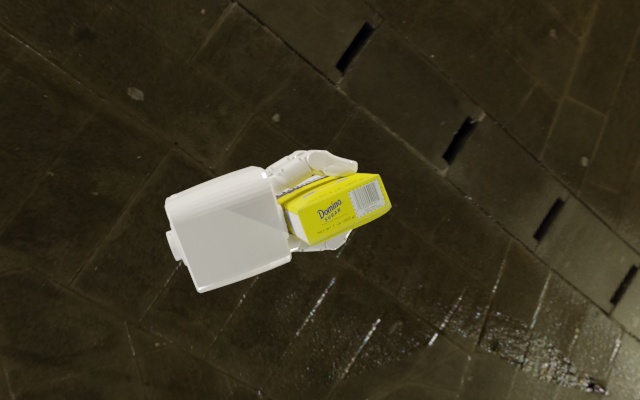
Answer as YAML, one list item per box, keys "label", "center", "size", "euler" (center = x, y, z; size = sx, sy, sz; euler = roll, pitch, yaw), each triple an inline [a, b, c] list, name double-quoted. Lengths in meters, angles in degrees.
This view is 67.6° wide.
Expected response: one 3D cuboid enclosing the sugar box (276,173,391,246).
- label: "sugar box"
  center: [0.000, 0.001, 0.545]
  size: [0.093, 0.048, 0.176]
  euler: [-23, 13, -14]
